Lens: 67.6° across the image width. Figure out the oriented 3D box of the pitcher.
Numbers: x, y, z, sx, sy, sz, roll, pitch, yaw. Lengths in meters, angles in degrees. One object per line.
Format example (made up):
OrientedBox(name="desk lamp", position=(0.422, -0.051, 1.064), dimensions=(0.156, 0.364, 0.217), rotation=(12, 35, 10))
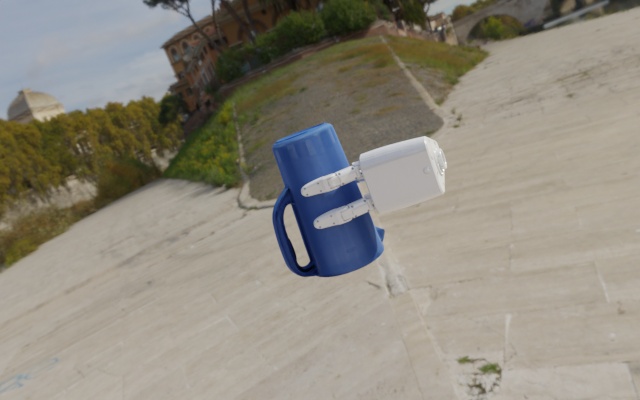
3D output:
OrientedBox(name="pitcher", position=(0.000, 0.003, 0.810), dimensions=(0.145, 0.243, 0.149), rotation=(-16, 12, 25))
